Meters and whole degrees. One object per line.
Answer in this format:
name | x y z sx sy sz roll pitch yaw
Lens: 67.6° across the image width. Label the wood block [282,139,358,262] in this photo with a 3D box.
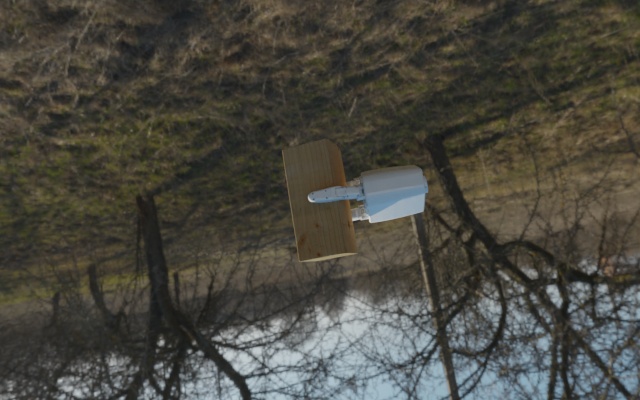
wood block | 0.000 0.003 0.880 0.090 0.206 0.091 -12 -10 17
